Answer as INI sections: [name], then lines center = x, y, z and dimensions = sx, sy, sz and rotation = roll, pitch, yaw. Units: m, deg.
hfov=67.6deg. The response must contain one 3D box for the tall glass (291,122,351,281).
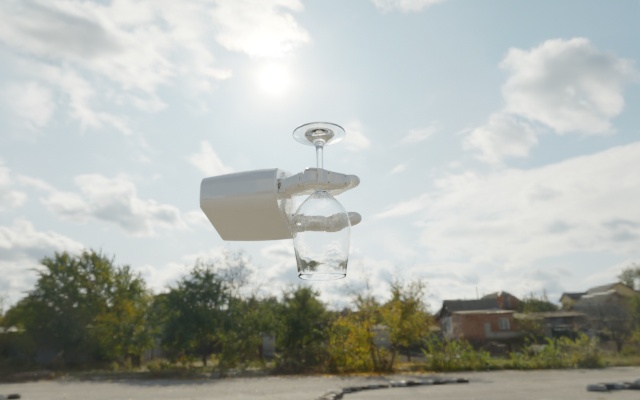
[tall glass]
center = 0.000, 0.001, 0.634
dimensions = 0.079, 0.201, 0.079
rotation = -2, -18, 0
